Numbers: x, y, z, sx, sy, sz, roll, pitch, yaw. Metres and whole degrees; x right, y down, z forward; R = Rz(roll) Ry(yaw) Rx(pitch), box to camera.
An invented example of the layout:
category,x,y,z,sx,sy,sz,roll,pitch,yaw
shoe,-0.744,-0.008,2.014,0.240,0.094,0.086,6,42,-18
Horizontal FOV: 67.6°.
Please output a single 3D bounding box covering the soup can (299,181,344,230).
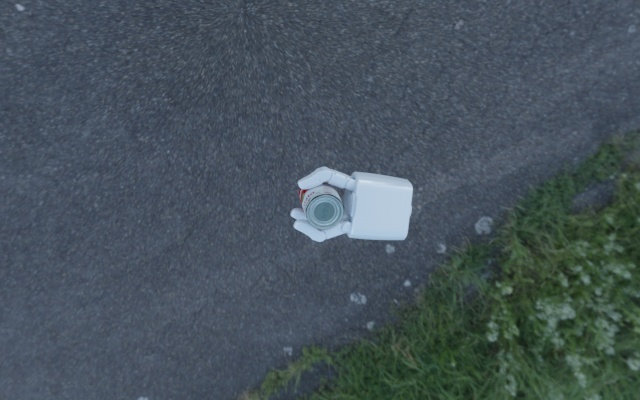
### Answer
category,x,y,z,sx,sy,sz,roll,pitch,yaw
soup can,0.000,0.003,0.853,0.068,0.068,0.102,0,21,-9
